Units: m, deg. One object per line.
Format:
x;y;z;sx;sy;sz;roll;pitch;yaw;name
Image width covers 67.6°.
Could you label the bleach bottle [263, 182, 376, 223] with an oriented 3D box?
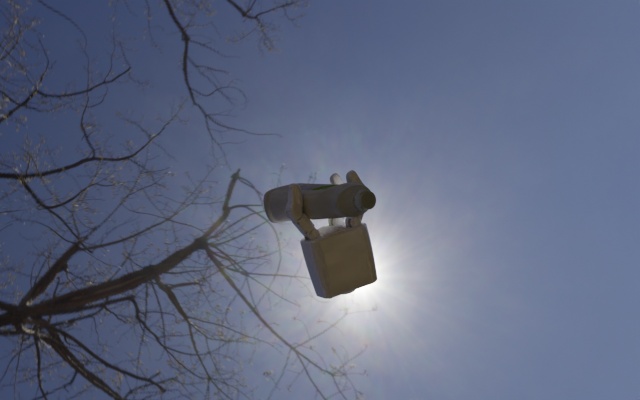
0.000;0.003;0.821;0.102;0.068;0.251;-18;9;-30;bleach bottle
